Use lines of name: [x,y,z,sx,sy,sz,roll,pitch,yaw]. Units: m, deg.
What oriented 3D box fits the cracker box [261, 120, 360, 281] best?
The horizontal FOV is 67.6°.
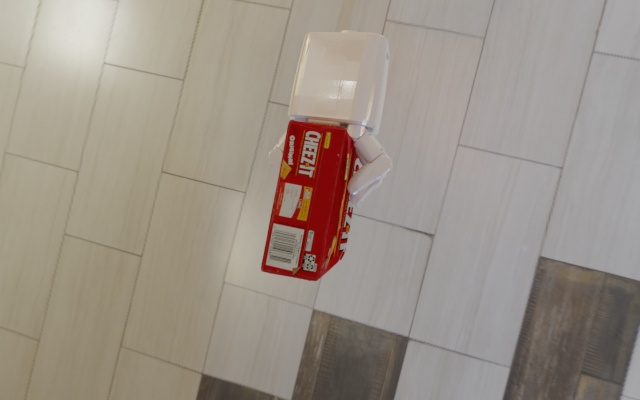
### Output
cracker box: [0.000,0.002,0.595,0.072,0.164,0.214,11,1,10]
